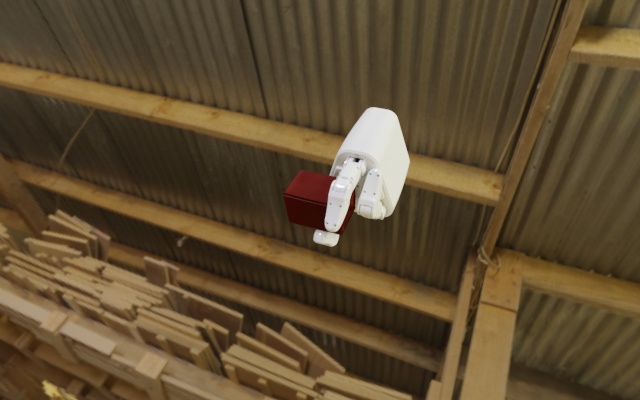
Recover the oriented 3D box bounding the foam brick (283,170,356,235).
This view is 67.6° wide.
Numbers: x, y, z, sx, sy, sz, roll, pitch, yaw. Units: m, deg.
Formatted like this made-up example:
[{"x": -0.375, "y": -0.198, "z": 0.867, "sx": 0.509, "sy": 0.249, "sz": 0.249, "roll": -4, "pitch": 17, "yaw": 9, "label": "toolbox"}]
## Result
[{"x": 0.000, "y": 0.002, "z": 0.615, "sx": 0.078, "sy": 0.053, "sz": 0.051, "roll": 14, "pitch": 49, "yaw": 18, "label": "foam brick"}]
